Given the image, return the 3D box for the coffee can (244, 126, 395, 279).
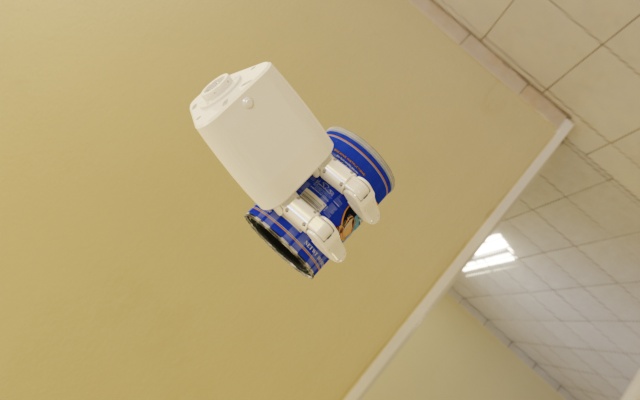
[{"bbox_3d":[0.000,0.002,0.535,0.103,0.140,0.103,40,-15,13],"label":"coffee can"}]
